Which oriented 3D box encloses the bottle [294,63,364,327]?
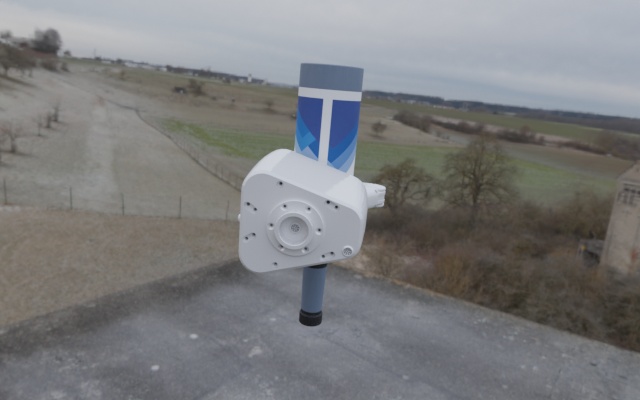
[{"bbox_3d":[0.000,0.001,0.533,0.069,0.296,0.069,5,14,-1],"label":"bottle"}]
